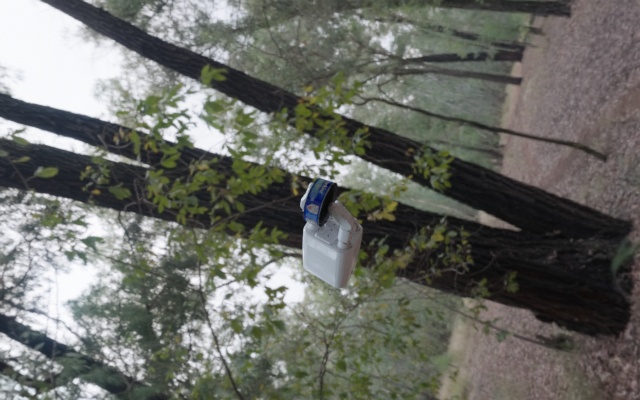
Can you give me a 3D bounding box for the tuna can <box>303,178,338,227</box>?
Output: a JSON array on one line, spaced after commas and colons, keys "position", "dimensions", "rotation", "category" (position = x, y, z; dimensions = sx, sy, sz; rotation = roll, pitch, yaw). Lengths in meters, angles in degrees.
[{"position": [0.000, 0.003, 0.872], "dimensions": [0.034, 0.086, 0.086], "rotation": [20, 5, 14], "category": "tuna can"}]
